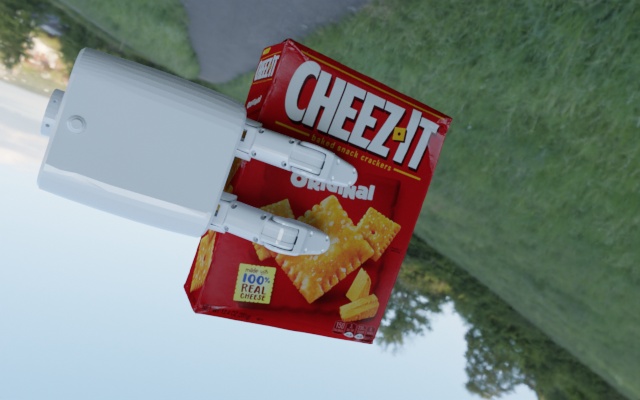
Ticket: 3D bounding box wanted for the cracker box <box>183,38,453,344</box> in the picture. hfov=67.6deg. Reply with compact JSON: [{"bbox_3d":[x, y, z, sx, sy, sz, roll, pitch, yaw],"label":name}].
[{"bbox_3d":[0.000,0.001,0.402,0.164,0.213,0.072,19,2,-25],"label":"cracker box"}]
